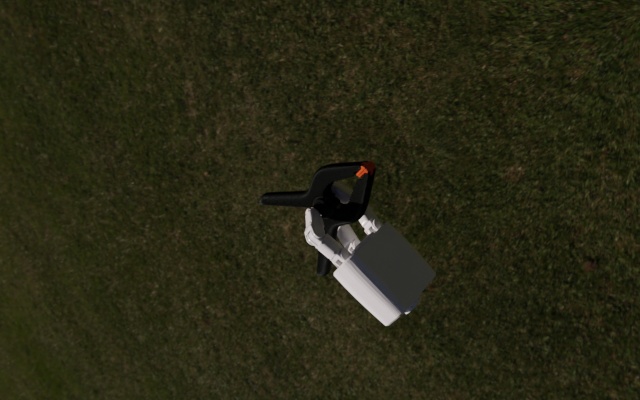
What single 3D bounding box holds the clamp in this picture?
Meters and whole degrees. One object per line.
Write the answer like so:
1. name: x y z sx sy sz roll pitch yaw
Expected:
1. clamp: 0.000 0.002 0.720 0.036 0.164 0.210 -35 -13 -52
